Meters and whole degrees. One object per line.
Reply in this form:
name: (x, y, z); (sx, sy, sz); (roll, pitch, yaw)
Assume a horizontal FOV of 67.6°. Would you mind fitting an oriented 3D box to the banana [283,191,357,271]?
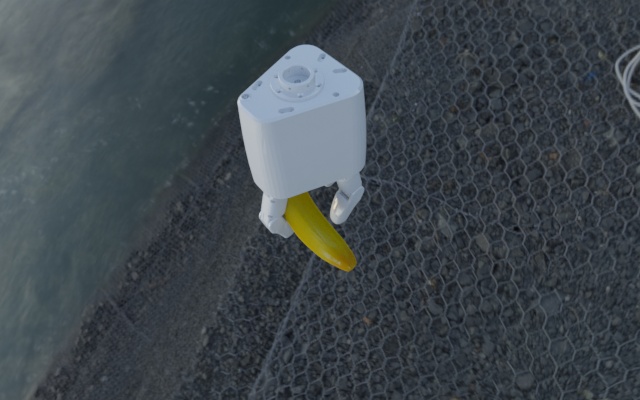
banana: (-0.018, -0.001, 0.548); (0.069, 0.037, 0.197); (1, 45, -23)
